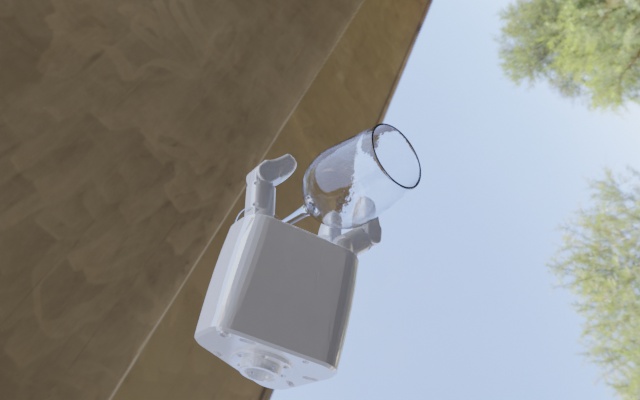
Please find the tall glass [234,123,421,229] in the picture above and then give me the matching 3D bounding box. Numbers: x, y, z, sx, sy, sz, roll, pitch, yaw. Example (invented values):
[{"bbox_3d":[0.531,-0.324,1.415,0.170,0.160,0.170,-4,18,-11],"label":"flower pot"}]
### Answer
[{"bbox_3d":[0.000,0.002,0.464,0.079,0.079,0.201,0,-24,-45],"label":"tall glass"}]
